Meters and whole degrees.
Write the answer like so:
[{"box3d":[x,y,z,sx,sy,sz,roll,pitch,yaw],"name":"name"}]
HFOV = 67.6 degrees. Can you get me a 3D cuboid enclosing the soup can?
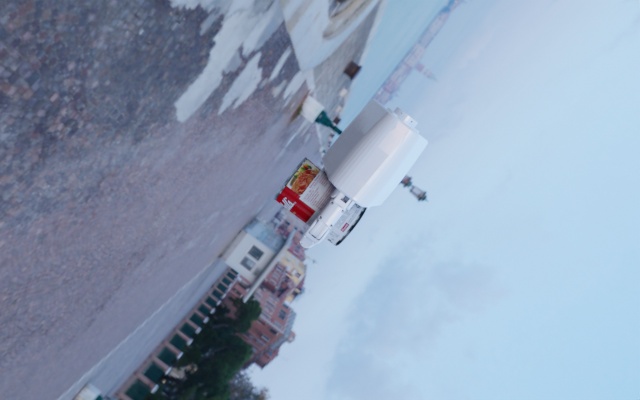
[{"box3d":[0.000,0.003,0.614,0.102,0.068,0.068,38,-2,-3],"name":"soup can"}]
